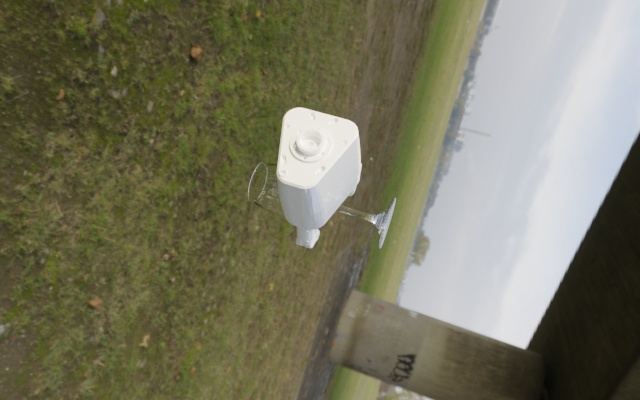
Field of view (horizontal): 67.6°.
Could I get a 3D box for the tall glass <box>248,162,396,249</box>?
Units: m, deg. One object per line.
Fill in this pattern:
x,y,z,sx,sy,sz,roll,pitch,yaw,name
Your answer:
0.001,0.003,0.680,0.201,0.079,0.079,17,4,12,tall glass
